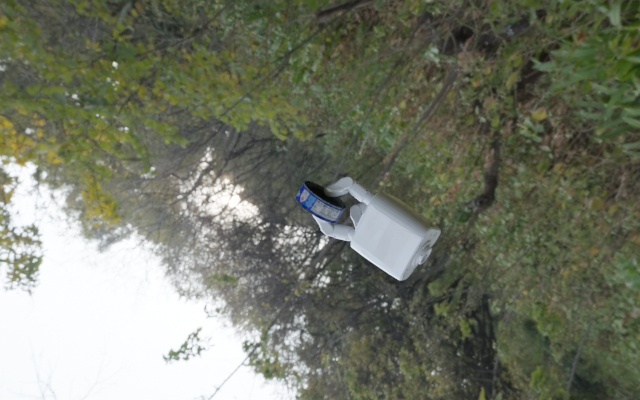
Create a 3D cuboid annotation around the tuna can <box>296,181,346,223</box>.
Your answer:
[{"bbox_3d":[0.000,0.003,0.835,0.086,0.034,0.086,30,13,-8],"label":"tuna can"}]
